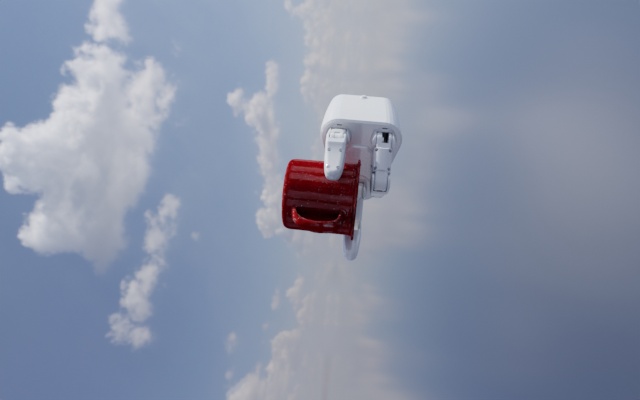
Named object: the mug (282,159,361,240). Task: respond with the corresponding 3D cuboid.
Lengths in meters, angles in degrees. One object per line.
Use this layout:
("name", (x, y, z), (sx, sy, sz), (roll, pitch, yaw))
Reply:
("mug", (0.000, 0.003, 0.537), (0.081, 0.093, 0.117), (6, 31, 4))
